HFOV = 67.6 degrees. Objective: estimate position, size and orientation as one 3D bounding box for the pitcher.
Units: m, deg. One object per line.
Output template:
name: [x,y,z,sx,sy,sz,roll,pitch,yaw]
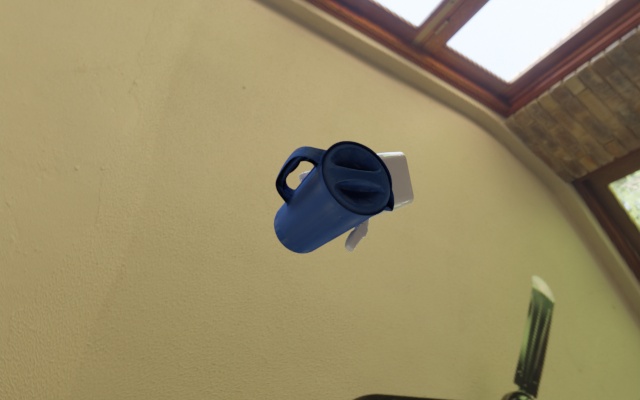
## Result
pitcher: [0.000,0.003,0.846,0.145,0.149,0.243,-15,-16,-35]
